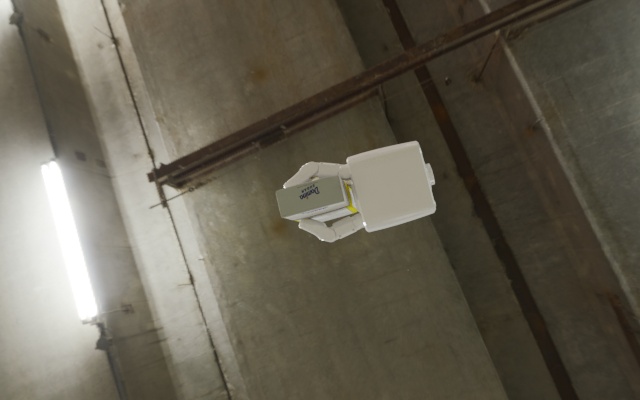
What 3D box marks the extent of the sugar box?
[{"bbox_3d":[0.000,0.002,0.733,0.093,0.048,0.176,-15,-11,8],"label":"sugar box"}]
